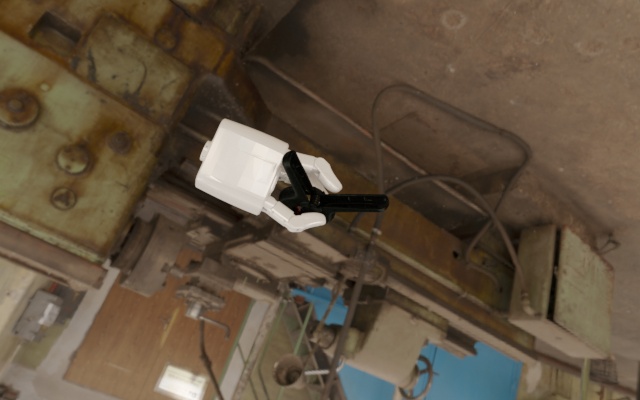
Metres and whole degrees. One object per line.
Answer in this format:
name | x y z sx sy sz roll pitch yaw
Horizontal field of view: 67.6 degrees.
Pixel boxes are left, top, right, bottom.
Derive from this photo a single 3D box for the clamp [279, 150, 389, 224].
clamp | -0.001 0.003 0.736 0.164 0.036 0.210 23 -24 -8
